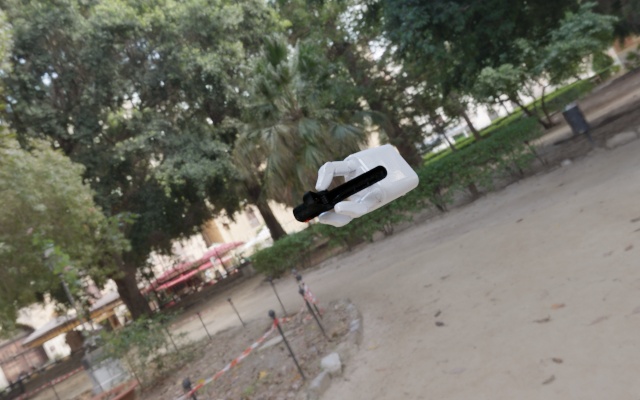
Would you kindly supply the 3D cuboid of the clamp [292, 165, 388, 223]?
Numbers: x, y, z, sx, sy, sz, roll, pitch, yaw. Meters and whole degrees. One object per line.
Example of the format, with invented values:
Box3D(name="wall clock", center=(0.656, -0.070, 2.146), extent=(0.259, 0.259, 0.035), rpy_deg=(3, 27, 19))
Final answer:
Box3D(name="clamp", center=(0.000, 0.002, 0.836), extent=(0.164, 0.036, 0.210), rpy_deg=(-18, -9, -37))
